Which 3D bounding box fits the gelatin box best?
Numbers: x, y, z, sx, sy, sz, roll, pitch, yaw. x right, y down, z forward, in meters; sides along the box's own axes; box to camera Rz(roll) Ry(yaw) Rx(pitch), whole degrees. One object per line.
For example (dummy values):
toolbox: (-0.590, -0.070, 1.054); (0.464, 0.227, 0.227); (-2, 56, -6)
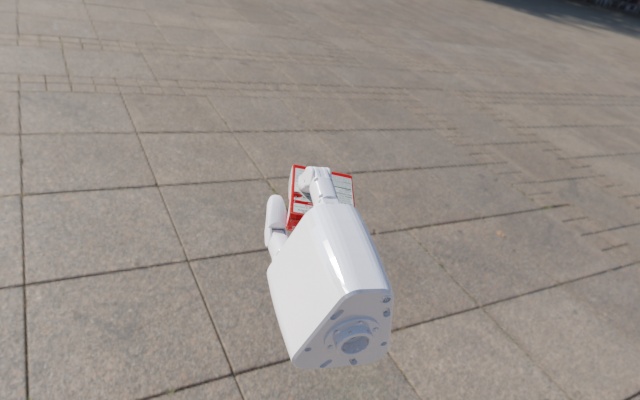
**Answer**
gelatin box: (0.000, 0.001, 0.541); (0.073, 0.030, 0.089); (10, 40, -9)
